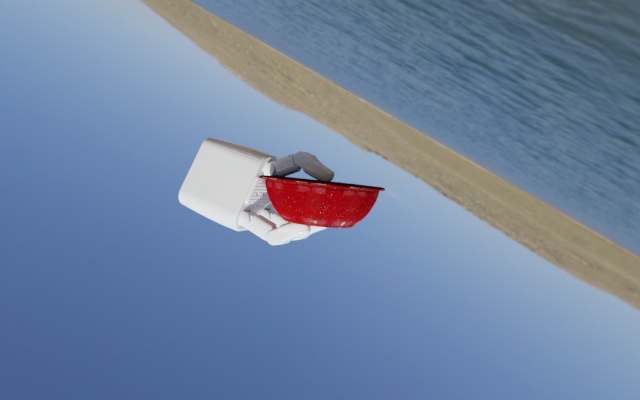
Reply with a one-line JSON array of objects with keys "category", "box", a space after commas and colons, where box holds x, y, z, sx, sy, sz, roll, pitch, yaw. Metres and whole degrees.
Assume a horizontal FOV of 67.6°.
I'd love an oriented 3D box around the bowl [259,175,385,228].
[{"category": "bowl", "box": [0.001, 0.003, 0.614, 0.162, 0.055, 0.162, 5, 3, 0]}]
